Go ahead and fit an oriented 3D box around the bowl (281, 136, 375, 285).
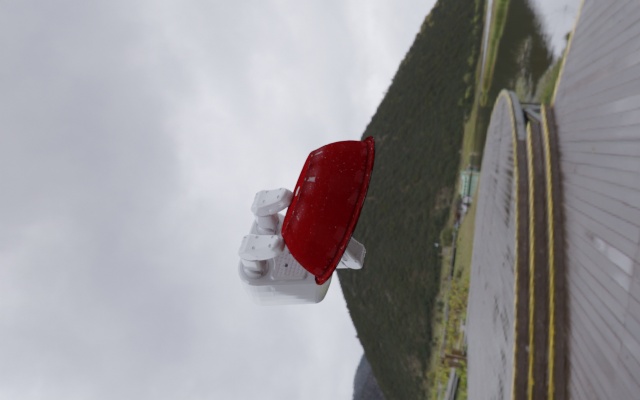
[{"bbox_3d":[0.000,0.001,0.489,0.055,0.162,0.162,20,-3,-7],"label":"bowl"}]
